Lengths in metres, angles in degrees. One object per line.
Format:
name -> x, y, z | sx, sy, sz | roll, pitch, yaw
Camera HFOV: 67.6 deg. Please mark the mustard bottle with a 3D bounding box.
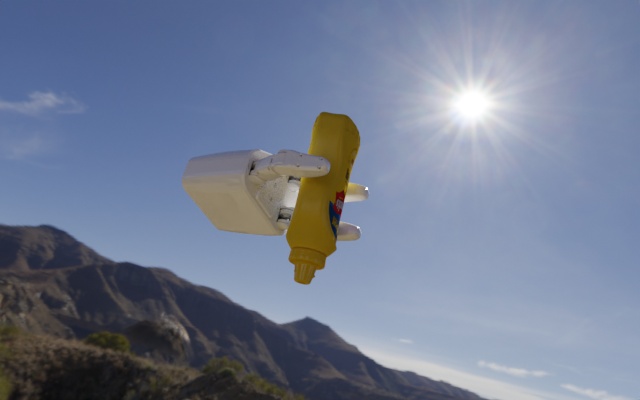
mustard bottle -> 0.000, 0.002, 0.548 | 0.058, 0.191, 0.096 | 10, -22, 10
